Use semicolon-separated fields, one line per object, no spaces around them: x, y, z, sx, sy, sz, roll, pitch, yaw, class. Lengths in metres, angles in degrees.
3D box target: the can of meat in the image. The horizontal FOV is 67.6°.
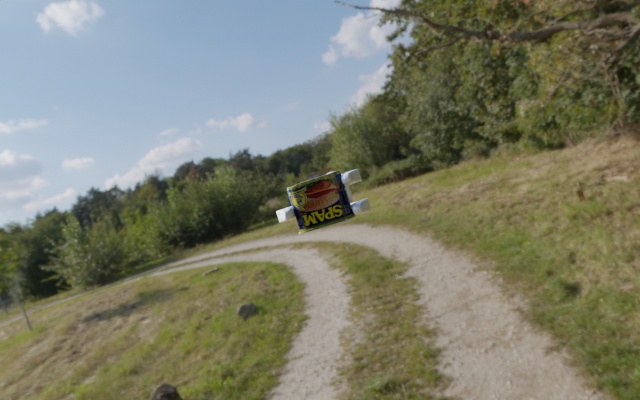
0.000;0.002;0.827;0.102;0.084;0.057;-17;1;9;can of meat
